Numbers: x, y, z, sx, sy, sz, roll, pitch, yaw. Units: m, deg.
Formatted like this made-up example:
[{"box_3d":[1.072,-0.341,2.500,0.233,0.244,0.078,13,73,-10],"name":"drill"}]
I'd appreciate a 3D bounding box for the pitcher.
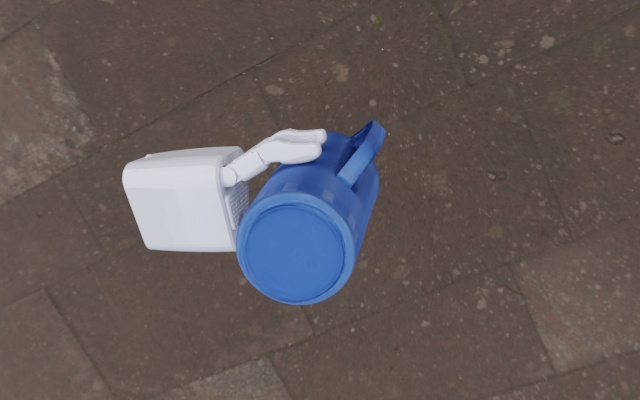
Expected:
[{"box_3d":[0.000,0.002,0.518,0.145,0.149,0.242,-2,17,9],"name":"pitcher"}]
